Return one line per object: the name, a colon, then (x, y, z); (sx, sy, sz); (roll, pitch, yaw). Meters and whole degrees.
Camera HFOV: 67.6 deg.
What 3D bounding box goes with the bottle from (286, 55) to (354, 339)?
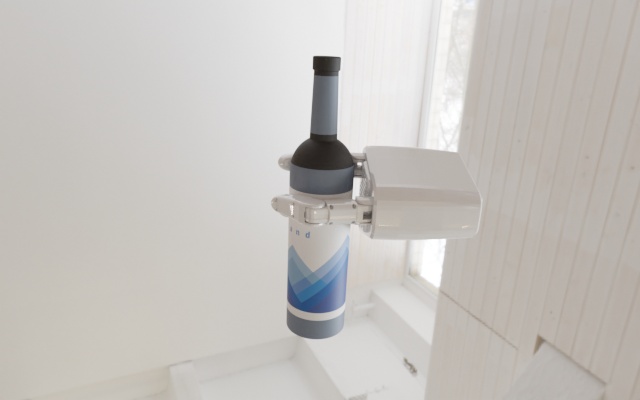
bottle: (0.000, 0.002, 0.503); (0.069, 0.296, 0.069); (2, 19, -1)
